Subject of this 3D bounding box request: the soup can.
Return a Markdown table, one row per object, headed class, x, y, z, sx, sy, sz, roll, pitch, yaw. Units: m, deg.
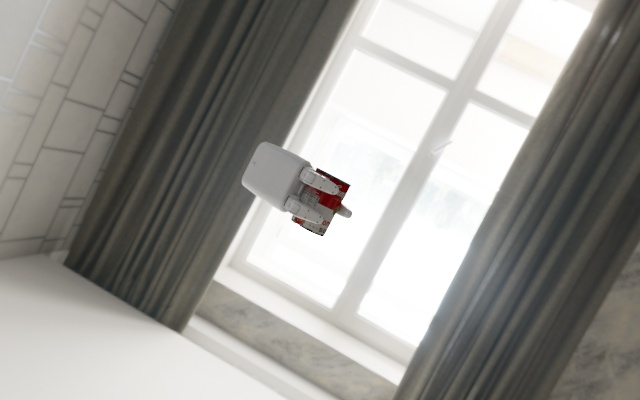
| class | x | y | z | sx | sy | sz | roll | pitch | yaw |
| --- | --- | --- | --- | --- | --- | --- | --- | --- | --- |
| soup can | 0.000 | 0.003 | 0.822 | 0.068 | 0.102 | 0.068 | 27 | 4 | -2 |
